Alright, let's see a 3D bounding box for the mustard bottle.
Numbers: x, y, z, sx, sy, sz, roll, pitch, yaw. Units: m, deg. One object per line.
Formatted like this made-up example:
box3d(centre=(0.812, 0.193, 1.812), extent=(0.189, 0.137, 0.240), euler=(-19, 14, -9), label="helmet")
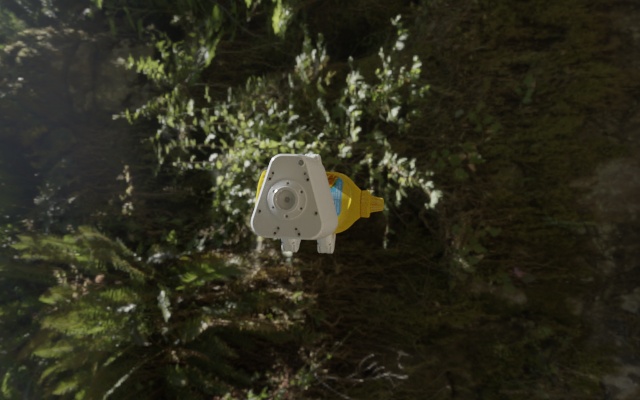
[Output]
box3d(centre=(0.000, 0.002, 0.733), extent=(0.191, 0.096, 0.058), euler=(2, -24, 9), label="mustard bottle")
